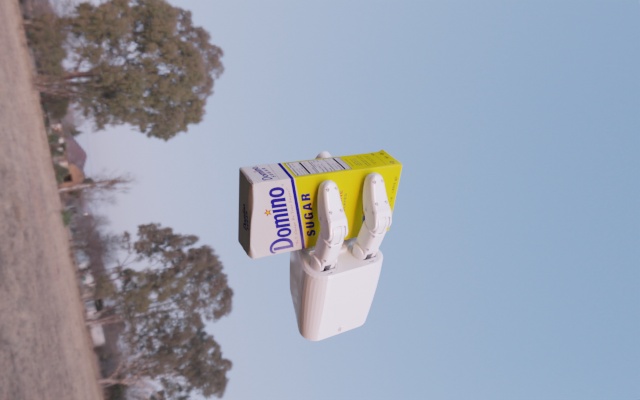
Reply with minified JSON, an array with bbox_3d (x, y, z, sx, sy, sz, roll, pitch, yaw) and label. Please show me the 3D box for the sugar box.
[{"bbox_3d":[0.000,0.002,0.522,0.176,0.093,0.048,-12,34,-27],"label":"sugar box"}]
